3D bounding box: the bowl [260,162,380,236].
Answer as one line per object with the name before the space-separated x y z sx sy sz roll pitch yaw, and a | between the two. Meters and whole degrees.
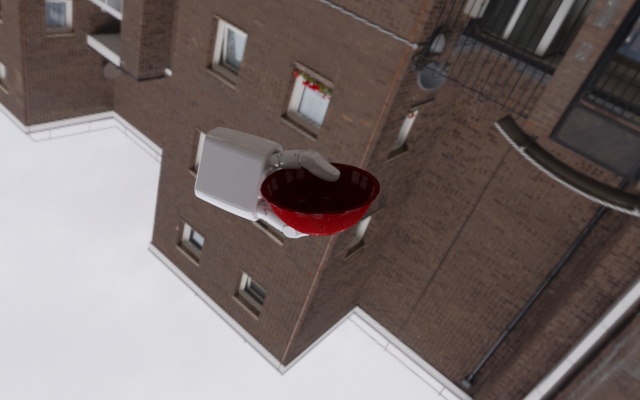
bowl | 0.001 0.003 0.656 0.162 0.055 0.162 -1 27 0
